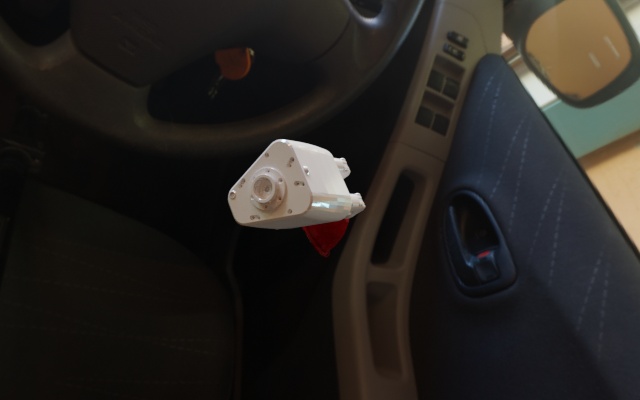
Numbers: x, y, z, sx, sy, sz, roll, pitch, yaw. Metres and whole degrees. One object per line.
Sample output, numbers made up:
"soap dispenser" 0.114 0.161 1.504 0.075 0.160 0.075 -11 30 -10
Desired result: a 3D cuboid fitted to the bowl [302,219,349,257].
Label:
"bowl" 0.001 0.002 0.732 0.055 0.162 0.162 -25 -4 9
